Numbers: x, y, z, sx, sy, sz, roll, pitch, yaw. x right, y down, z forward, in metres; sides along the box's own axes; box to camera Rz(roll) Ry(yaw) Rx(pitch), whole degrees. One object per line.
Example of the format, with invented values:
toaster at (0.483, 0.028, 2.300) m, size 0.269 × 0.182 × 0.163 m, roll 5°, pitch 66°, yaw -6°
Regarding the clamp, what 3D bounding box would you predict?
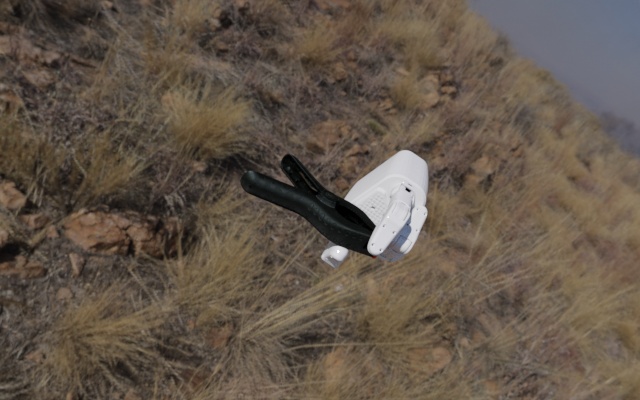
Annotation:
clamp at (0.000, 0.001, 0.552) m, size 0.171 × 0.039 × 0.120 m, roll 33°, pitch 30°, yaw -1°
